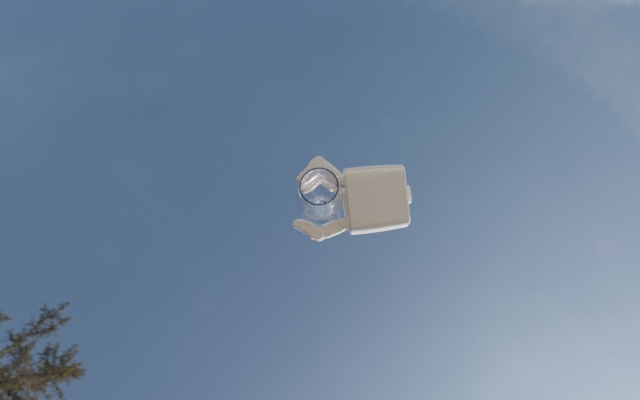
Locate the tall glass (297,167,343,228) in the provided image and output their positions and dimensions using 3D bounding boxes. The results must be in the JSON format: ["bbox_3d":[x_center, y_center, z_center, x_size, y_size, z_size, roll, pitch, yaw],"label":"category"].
[{"bbox_3d":[0.000,0.003,0.834,0.079,0.079,0.201,0,-14,2],"label":"tall glass"}]
